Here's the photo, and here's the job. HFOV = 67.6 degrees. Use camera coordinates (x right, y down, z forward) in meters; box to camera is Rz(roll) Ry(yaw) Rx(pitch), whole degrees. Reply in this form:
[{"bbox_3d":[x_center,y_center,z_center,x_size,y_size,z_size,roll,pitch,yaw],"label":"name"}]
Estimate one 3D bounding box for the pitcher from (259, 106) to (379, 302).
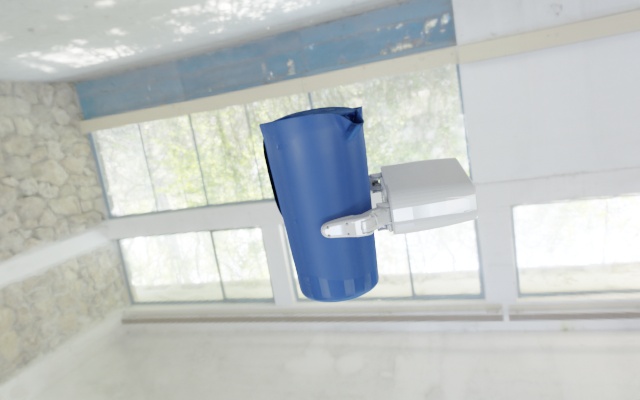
[{"bbox_3d":[0.000,0.002,0.634,0.145,0.243,0.149,-9,10,3],"label":"pitcher"}]
